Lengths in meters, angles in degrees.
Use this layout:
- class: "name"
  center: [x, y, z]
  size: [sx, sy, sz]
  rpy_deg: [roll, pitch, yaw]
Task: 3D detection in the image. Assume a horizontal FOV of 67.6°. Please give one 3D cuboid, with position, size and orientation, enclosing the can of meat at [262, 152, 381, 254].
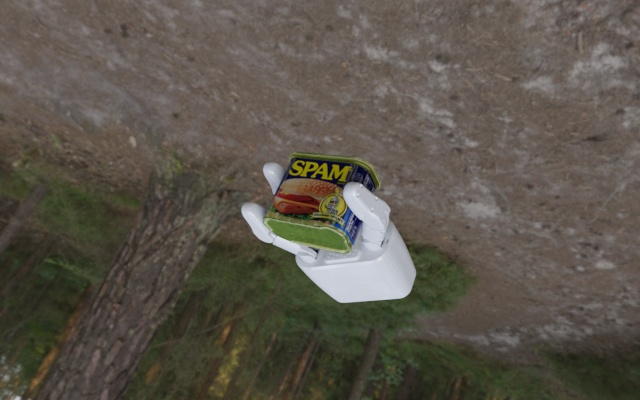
- class: "can of meat"
  center: [0.000, 0.002, 0.496]
  size: [0.102, 0.084, 0.057]
  rpy_deg: [9, -29, 29]
